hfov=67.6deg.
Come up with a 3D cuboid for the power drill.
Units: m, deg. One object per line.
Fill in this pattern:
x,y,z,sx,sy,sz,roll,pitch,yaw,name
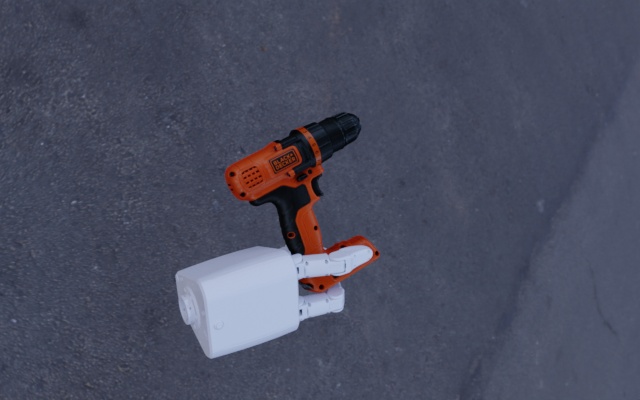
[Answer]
0.000,0.002,0.589,0.184,0.188,0.057,-29,9,-17,power drill
